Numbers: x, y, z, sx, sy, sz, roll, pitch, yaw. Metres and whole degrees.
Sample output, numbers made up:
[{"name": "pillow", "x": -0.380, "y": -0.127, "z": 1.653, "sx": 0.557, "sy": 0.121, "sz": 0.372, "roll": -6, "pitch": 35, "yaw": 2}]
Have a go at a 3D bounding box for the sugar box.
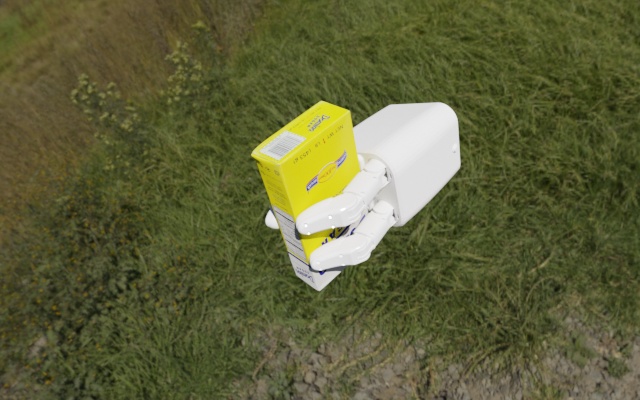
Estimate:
[{"name": "sugar box", "x": 0.001, "y": 0.002, "z": 0.480, "sx": 0.093, "sy": 0.176, "sz": 0.048, "roll": -40, "pitch": 45, "yaw": -25}]
